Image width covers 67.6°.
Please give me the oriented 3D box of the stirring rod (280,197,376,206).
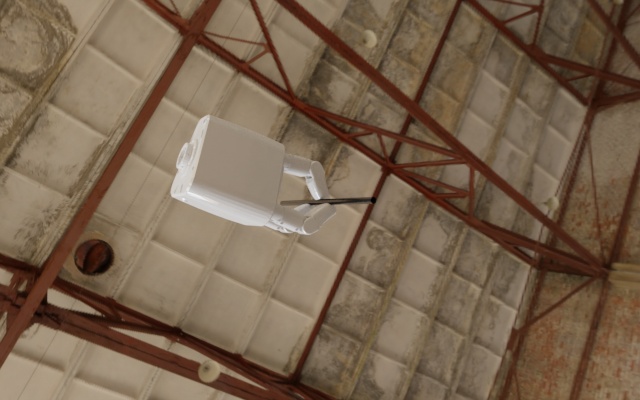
[{"bbox_3d":[0.000,0.002,0.644,0.011,0.011,0.239,0,-1,-30],"label":"stirring rod"}]
